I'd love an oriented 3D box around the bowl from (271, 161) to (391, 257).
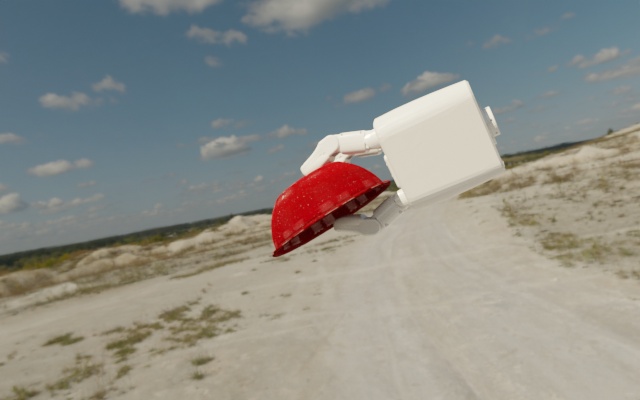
[{"bbox_3d":[-0.001,0.002,0.560,0.162,0.055,0.162,-32,-8,-5],"label":"bowl"}]
